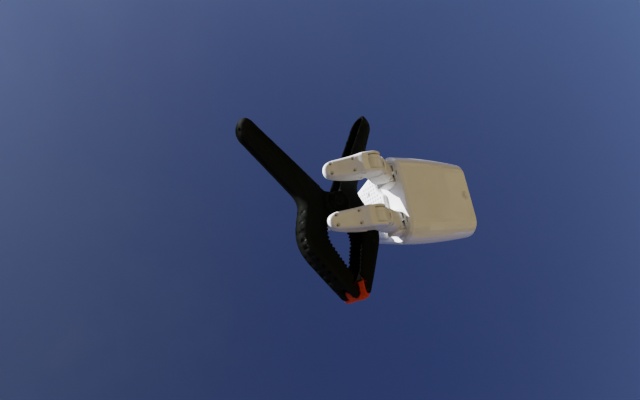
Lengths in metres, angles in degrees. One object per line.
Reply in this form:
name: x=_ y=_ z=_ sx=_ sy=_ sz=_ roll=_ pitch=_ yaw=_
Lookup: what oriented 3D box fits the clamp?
clamp: x=0.000 y=0.002 z=0.494 sx=0.164 sy=0.210 sz=0.036 roll=0 pitch=-19 yaw=-30
